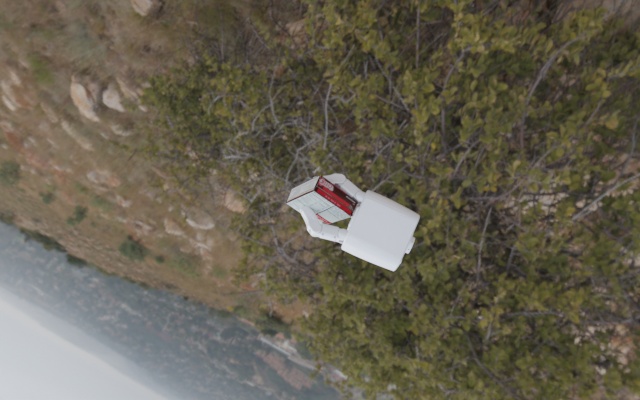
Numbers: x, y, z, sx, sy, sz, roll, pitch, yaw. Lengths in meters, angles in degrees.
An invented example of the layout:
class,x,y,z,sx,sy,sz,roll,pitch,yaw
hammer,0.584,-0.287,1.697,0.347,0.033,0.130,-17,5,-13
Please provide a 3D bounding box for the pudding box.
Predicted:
class,x,y,z,sx,sy,sz,roll,pitch,yaw
pudding box,0.000,0.003,0.876,0.090,0.039,0.113,36,-30,-20
